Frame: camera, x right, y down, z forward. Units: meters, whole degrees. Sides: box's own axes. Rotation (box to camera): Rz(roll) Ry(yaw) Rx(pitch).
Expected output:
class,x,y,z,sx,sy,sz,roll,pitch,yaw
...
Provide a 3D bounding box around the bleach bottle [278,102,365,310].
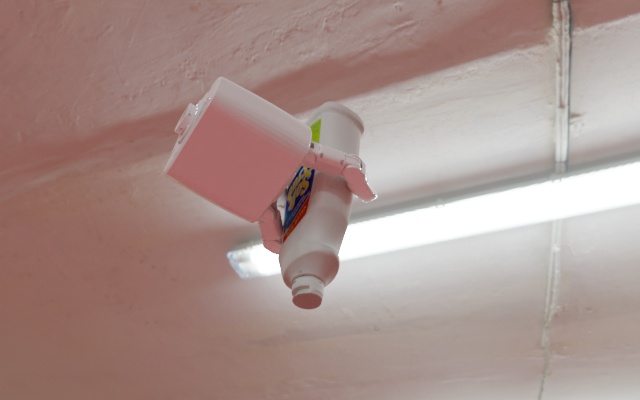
class,x,y,z,sx,sy,sz,roll,pitch,yaw
bleach bottle,0.000,0.002,0.531,0.068,0.250,0.103,29,-50,-22
